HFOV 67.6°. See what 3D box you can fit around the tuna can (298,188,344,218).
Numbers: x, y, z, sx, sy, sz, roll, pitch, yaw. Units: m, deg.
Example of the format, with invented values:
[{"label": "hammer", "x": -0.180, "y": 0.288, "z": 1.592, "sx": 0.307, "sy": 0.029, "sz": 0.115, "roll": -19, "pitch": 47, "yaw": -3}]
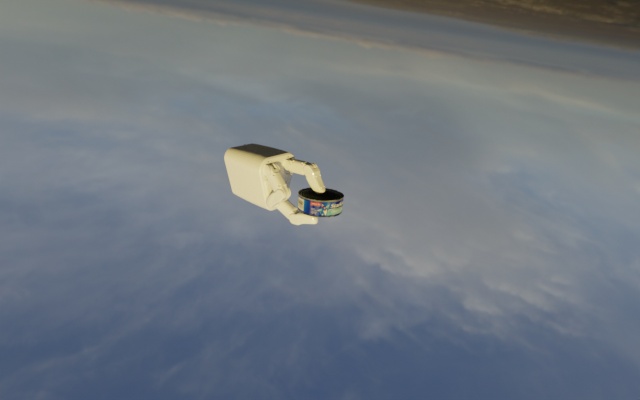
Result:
[{"label": "tuna can", "x": 0.000, "y": 0.003, "z": 0.893, "sx": 0.086, "sy": 0.034, "sz": 0.086, "roll": 4, "pitch": 17, "yaw": -1}]
